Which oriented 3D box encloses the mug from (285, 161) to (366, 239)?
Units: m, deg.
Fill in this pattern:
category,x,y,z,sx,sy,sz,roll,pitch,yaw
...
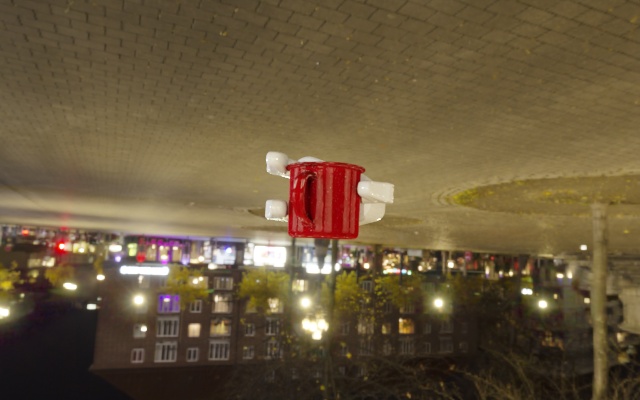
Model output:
category,x,y,z,sx,sy,sz,roll,pitch,yaw
mug,0.000,0.002,0.537,0.093,0.081,0.117,0,-6,21
